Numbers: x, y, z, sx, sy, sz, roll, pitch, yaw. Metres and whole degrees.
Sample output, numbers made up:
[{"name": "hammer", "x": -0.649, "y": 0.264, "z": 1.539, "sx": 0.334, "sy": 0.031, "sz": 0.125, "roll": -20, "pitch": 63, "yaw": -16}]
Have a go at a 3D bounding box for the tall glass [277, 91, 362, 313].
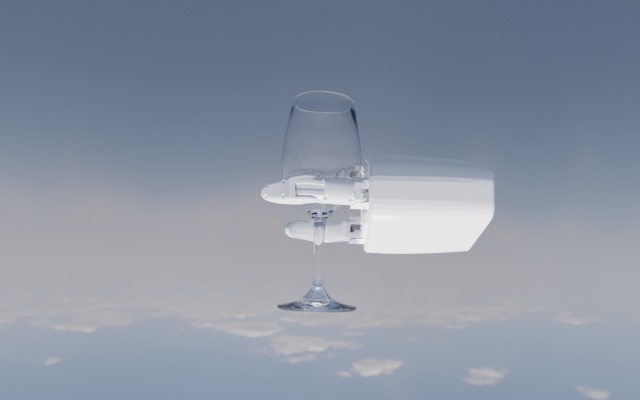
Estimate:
[{"name": "tall glass", "x": 0.000, "y": 0.002, "z": 0.457, "sx": 0.079, "sy": 0.201, "sz": 0.079, "roll": 2, "pitch": -7, "yaw": 0}]
